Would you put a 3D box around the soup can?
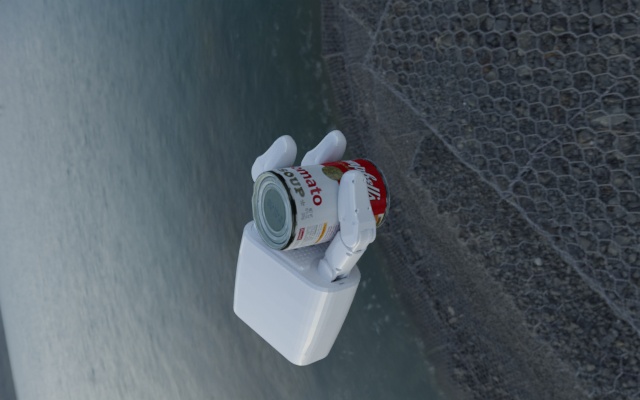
[{"bbox_3d":[0.000,0.001,0.414,0.102,0.068,0.068,-10,6,-35],"label":"soup can"}]
